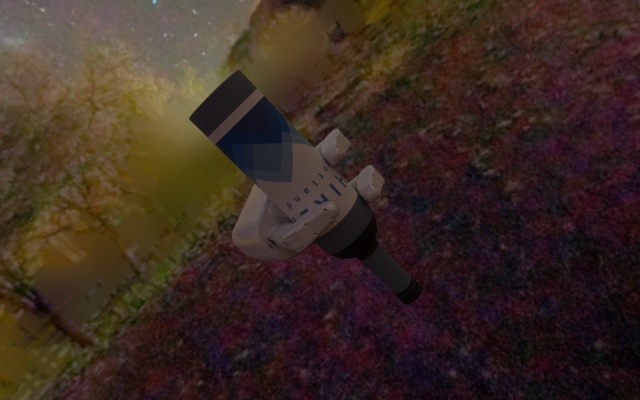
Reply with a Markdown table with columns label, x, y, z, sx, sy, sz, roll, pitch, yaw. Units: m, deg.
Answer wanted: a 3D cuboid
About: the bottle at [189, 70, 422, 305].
| label | x | y | z | sx | sy | sz | roll | pitch | yaw |
| --- | --- | --- | --- | --- | --- | --- | --- | --- | --- |
| bottle | 0.000 | 0.001 | 0.484 | 0.296 | 0.069 | 0.069 | 45 | -14 | -14 |
